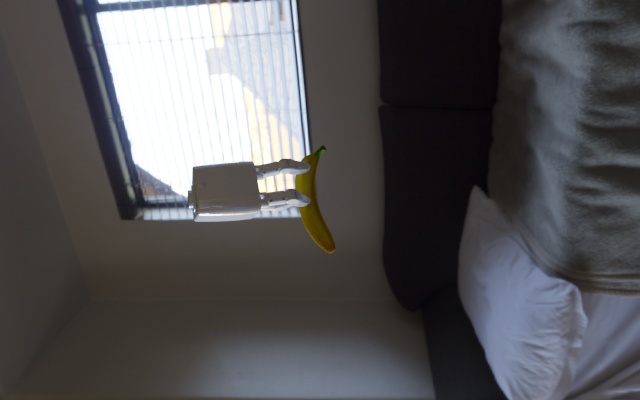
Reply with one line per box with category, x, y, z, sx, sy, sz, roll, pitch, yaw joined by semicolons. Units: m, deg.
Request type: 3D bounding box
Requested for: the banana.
banana;-0.014;0.001;0.886;0.069;0.198;0.037;-6;1;43
